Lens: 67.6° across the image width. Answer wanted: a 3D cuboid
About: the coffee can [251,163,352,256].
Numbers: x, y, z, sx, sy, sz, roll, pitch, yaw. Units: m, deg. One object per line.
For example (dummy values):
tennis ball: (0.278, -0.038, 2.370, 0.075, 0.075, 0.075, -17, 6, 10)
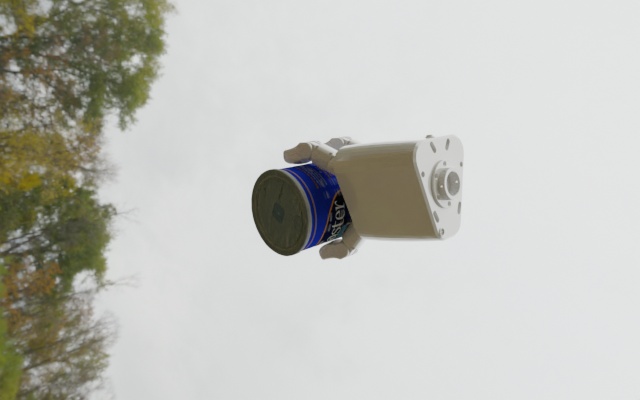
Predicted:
coffee can: (0.000, 0.002, 0.597, 0.140, 0.103, 0.103, -15, 10, -43)
